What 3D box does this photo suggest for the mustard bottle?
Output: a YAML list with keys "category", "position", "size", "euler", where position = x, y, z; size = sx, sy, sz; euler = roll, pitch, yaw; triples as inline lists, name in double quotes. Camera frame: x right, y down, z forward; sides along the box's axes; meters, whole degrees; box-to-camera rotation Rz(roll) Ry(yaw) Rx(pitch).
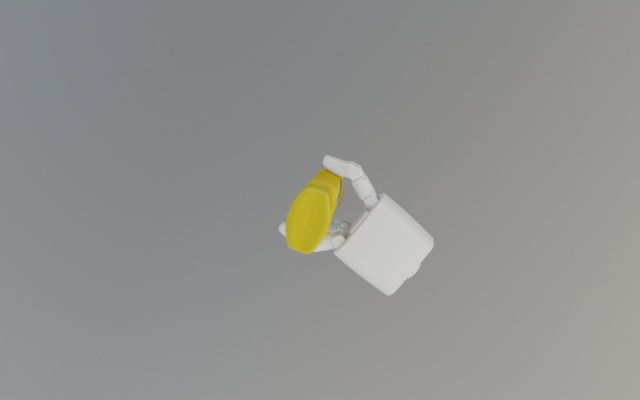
- category: "mustard bottle"
  position: [0.000, 0.002, 0.714]
  size: [0.058, 0.096, 0.191]
  euler: [18, 18, 5]
